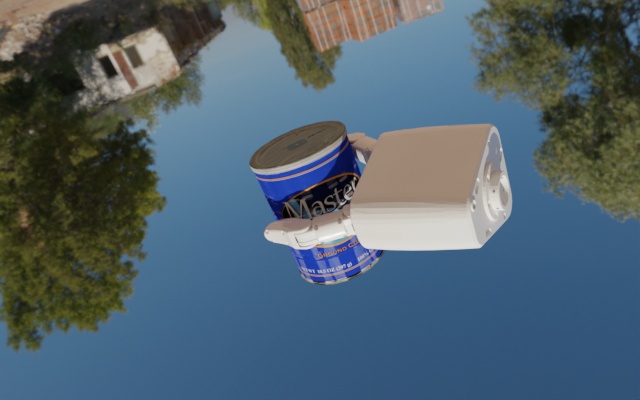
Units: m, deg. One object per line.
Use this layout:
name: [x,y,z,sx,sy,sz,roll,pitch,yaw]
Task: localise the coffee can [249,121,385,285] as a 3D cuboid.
coffee can: [0.000,0.002,0.503,0.103,0.140,0.102,-18,25,9]
